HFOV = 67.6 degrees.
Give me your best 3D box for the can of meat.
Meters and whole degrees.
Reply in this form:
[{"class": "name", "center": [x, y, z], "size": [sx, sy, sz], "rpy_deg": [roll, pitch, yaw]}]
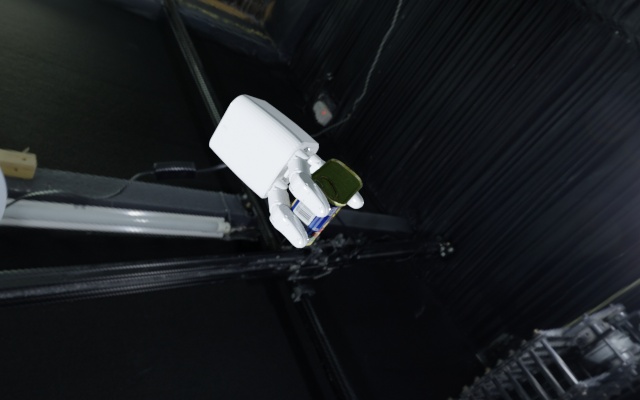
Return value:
[{"class": "can of meat", "center": [0.000, 0.002, 0.633], "size": [0.057, 0.084, 0.102], "rpy_deg": [40, 30, 3]}]
